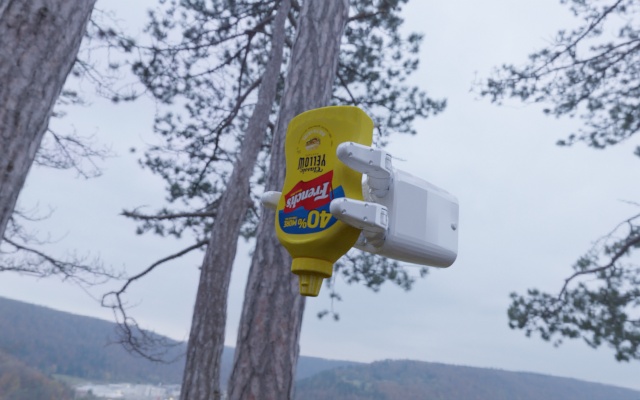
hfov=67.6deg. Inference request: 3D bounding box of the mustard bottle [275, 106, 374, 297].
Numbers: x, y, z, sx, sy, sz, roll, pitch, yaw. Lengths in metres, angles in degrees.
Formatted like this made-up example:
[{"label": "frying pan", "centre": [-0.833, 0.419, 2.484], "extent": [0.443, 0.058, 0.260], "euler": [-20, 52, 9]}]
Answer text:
[{"label": "mustard bottle", "centre": [0.000, 0.001, 0.488], "extent": [0.096, 0.191, 0.058], "euler": [-4, -21, 31]}]
